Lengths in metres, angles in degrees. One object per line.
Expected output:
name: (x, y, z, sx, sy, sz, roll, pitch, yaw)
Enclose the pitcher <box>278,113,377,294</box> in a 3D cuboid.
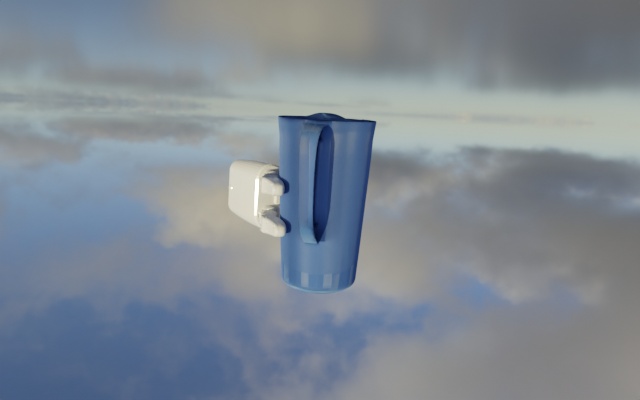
pitcher: (0.000, 0.002, 0.660, 0.149, 0.243, 0.145, -5, 14, -34)
